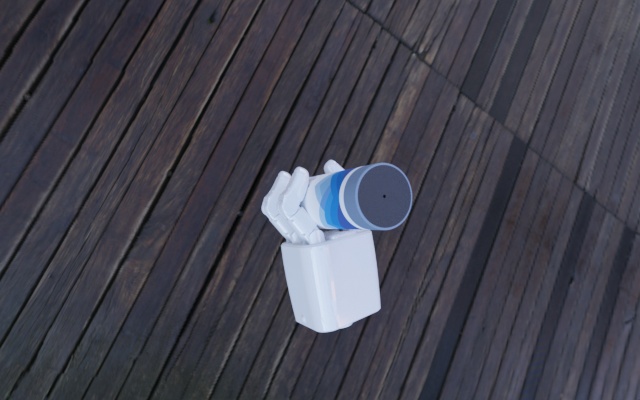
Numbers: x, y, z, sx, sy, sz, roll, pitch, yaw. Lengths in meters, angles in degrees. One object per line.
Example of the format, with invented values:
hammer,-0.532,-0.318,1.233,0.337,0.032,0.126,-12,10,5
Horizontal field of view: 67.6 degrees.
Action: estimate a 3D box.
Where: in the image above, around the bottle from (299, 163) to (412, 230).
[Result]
bottle,0.000,0.002,0.599,0.069,0.069,0.296,0,-2,-25
